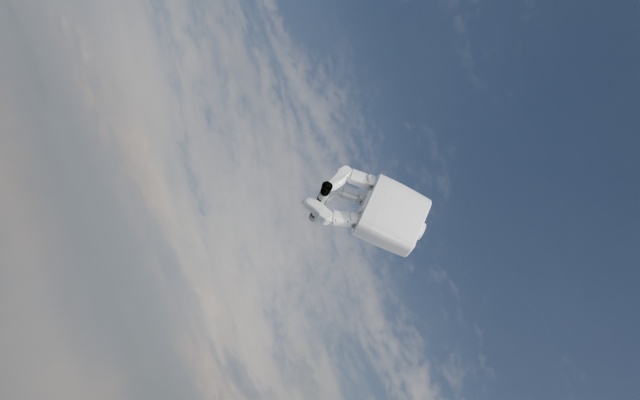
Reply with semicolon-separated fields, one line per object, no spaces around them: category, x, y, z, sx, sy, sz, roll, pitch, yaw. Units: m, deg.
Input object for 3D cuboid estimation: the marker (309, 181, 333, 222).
marker;0.000;0.003;0.842;0.020;0.020;0.121;0;-30;-15
